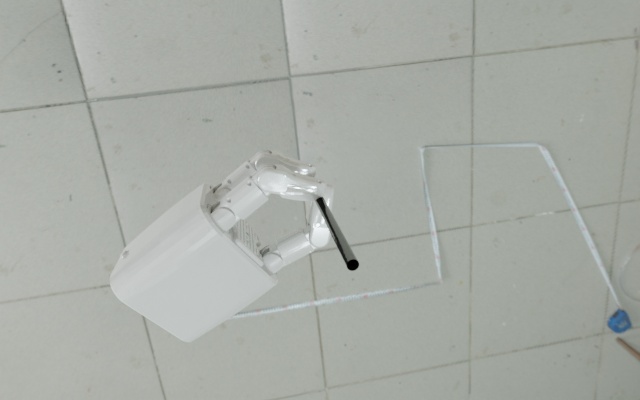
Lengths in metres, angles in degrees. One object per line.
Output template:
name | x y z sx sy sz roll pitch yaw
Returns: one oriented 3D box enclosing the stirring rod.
stirring rod | 0.000 0.001 0.408 0.011 0.011 0.239 0 19 -10
